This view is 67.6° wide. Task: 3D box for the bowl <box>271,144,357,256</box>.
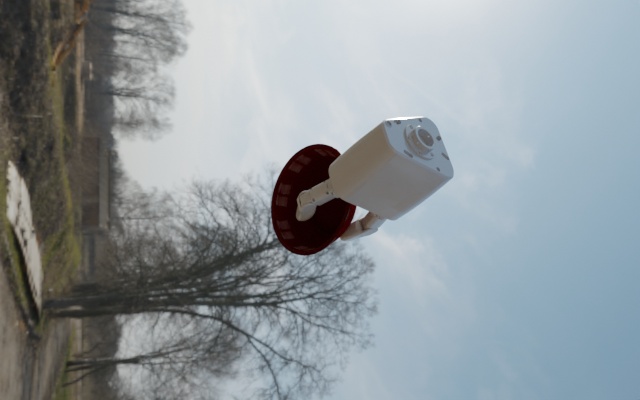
[{"bbox_3d":[-0.001,0.003,0.695,0.162,0.162,0.055,0,-11,44],"label":"bowl"}]
